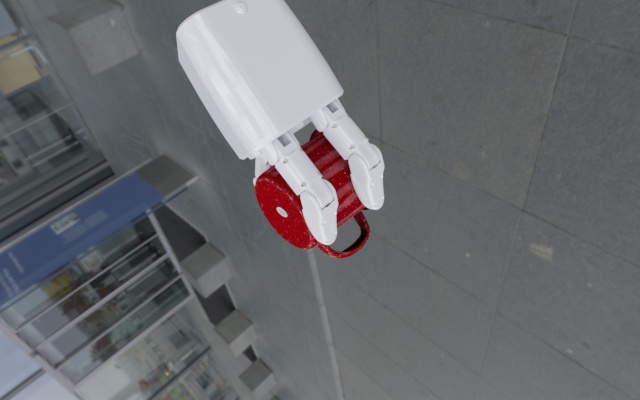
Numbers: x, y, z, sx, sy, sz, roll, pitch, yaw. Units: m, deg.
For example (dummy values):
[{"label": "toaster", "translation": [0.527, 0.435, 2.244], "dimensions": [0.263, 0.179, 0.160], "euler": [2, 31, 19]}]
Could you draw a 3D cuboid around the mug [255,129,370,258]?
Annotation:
[{"label": "mug", "translation": [0.001, 0.003, 0.447], "dimensions": [0.081, 0.117, 0.093], "euler": [-37, 8, -27]}]
